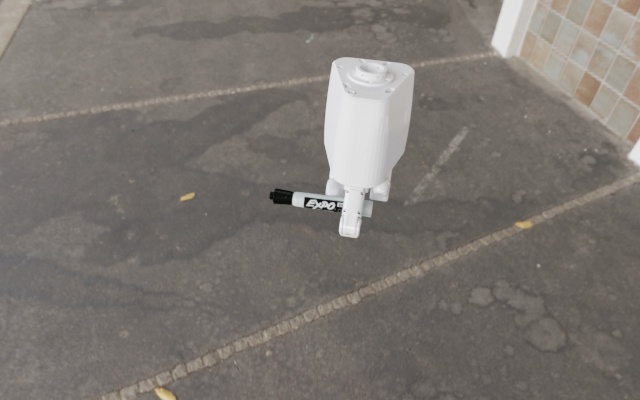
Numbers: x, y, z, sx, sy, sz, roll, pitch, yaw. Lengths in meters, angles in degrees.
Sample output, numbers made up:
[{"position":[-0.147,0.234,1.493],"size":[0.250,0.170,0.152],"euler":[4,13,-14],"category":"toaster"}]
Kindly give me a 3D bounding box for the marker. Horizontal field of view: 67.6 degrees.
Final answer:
[{"position":[0.000,0.002,0.558],"size":[0.121,0.020,0.020],"euler":[8,1,6],"category":"marker"}]
